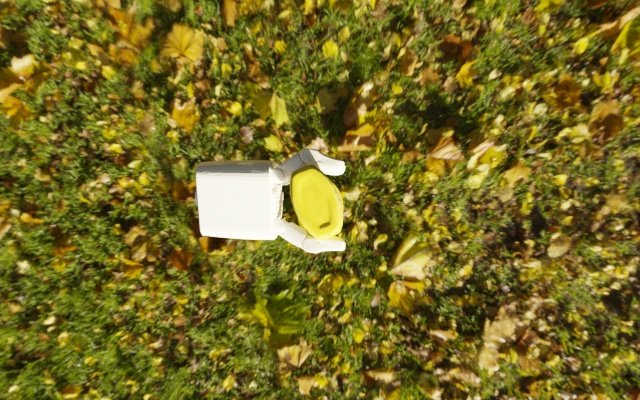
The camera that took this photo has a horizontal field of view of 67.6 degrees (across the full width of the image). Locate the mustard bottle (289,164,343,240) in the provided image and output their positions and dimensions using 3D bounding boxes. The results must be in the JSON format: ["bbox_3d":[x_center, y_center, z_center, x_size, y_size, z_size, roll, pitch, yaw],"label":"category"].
[{"bbox_3d":[0.000,0.002,0.691,0.058,0.096,0.191,-24,-2,4],"label":"mustard bottle"}]
